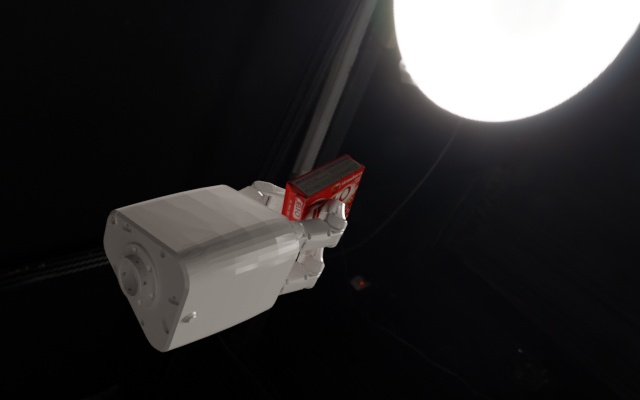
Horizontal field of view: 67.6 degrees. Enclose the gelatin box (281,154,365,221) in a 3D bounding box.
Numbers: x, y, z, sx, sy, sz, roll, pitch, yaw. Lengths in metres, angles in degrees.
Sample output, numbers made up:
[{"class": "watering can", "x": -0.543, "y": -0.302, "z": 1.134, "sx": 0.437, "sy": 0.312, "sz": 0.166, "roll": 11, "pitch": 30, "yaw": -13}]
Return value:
[{"class": "gelatin box", "x": 0.000, "y": 0.001, "z": 0.485, "sx": 0.030, "sy": 0.073, "sz": 0.089, "roll": 38, "pitch": 45, "yaw": 24}]
